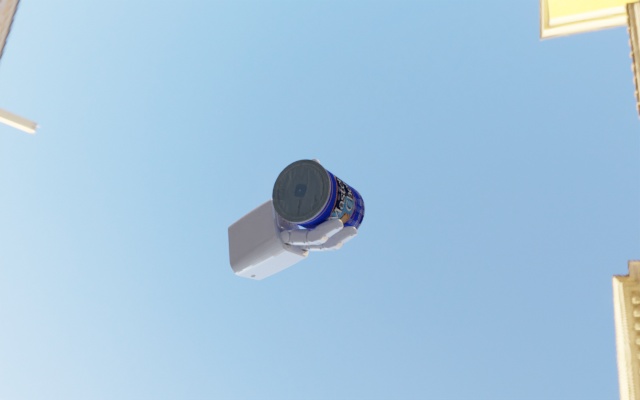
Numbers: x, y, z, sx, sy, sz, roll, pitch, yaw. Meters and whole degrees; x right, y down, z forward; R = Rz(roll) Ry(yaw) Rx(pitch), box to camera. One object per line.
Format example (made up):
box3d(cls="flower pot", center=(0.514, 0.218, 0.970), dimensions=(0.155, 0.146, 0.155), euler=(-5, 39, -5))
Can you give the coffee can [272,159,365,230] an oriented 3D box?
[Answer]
box3d(cls="coffee can", center=(0.000, 0.002, 0.794), dimensions=(0.103, 0.102, 0.140), euler=(0, -15, 29))
